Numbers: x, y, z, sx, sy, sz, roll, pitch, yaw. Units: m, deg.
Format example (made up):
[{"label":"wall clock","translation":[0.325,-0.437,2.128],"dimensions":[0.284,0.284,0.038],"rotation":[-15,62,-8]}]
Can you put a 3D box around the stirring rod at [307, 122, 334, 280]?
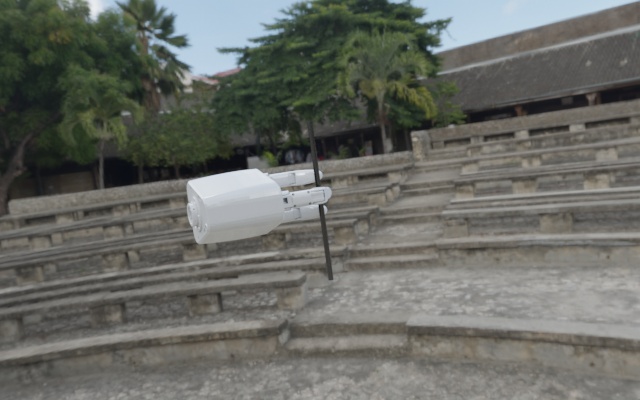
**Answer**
[{"label":"stirring rod","translation":[0.000,0.002,0.719],"dimensions":[0.011,0.239,0.011],"rotation":[-8,5,1]}]
